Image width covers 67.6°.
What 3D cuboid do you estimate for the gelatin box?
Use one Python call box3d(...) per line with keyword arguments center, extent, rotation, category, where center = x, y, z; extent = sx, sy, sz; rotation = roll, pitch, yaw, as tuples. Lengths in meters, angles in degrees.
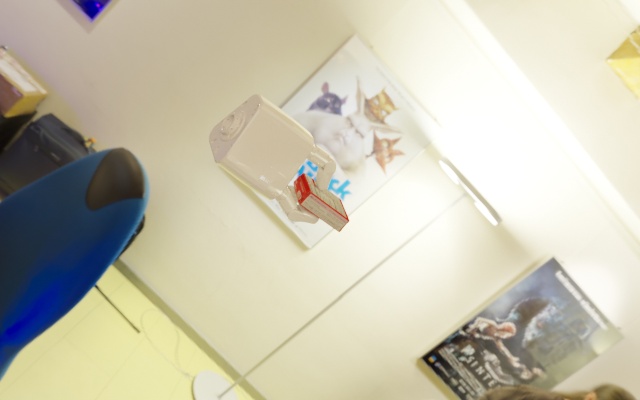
box3d(center=(0.001, 0.002, 0.767), extent=(0.089, 0.030, 0.073), rotation=(35, 16, -25), category="gelatin box")
